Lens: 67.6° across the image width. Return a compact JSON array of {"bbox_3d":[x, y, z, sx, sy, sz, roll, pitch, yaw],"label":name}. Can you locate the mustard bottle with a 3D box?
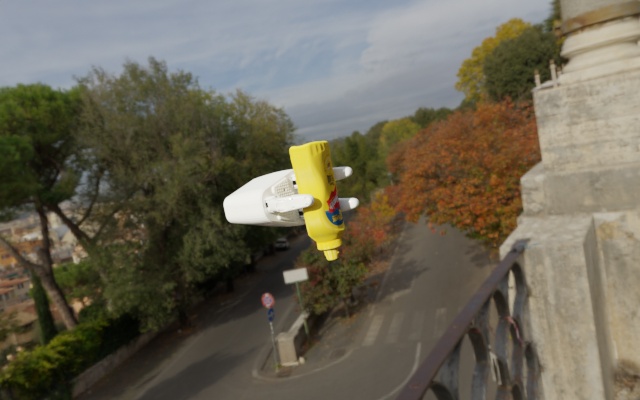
[{"bbox_3d":[0.000,0.002,0.772,0.058,0.191,0.096,-10,5,18],"label":"mustard bottle"}]
